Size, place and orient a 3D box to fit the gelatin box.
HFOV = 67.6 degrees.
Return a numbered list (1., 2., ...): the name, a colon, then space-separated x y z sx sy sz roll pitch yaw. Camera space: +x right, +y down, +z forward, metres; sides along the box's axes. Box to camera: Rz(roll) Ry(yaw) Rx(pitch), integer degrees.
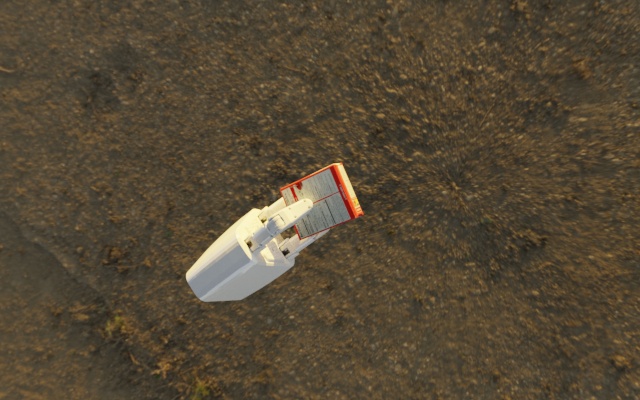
1. gelatin box: 0.000 0.002 0.616 0.089 0.073 0.030 -24 -2 25
